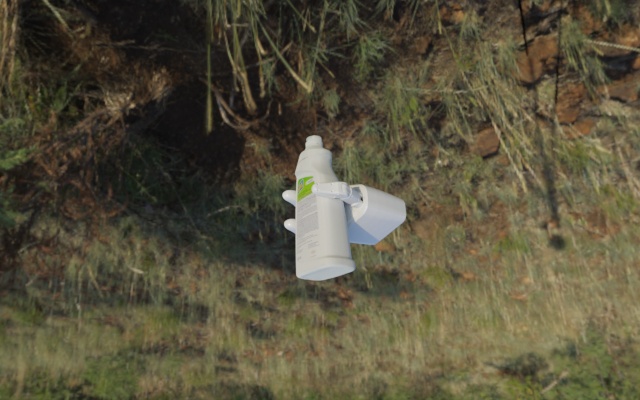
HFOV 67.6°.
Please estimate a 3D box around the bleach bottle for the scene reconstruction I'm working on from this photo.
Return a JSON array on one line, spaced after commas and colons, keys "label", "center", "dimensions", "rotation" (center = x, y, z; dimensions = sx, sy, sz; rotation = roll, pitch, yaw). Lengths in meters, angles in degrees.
[{"label": "bleach bottle", "center": [0.000, 0.003, 0.813], "dimensions": [0.068, 0.250, 0.102], "rotation": [15, -28, -38]}]
